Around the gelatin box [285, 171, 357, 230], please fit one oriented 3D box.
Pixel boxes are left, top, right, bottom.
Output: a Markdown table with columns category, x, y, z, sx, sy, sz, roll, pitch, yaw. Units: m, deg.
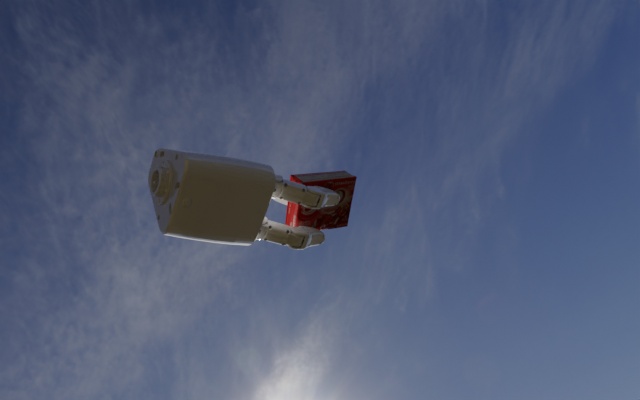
| category | x | y | z | sx | sy | sz | roll | pitch | yaw |
| --- | --- | --- | --- | --- | --- | --- | --- | --- | --- |
| gelatin box | 0.000 | 0.002 | 0.621 | 0.089 | 0.073 | 0.030 | -7 | 27 | -35 |
